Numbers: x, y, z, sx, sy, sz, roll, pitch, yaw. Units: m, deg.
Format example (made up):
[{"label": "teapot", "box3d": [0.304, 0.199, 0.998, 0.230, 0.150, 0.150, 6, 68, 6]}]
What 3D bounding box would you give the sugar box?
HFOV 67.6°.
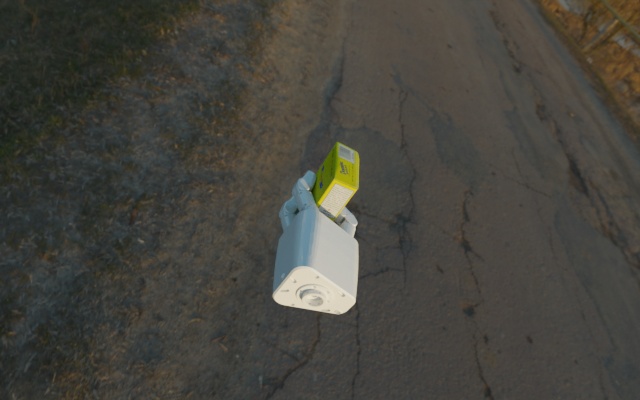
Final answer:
[{"label": "sugar box", "box3d": [0.000, 0.002, 0.754, 0.048, 0.093, 0.176, 24, -51, -16]}]
